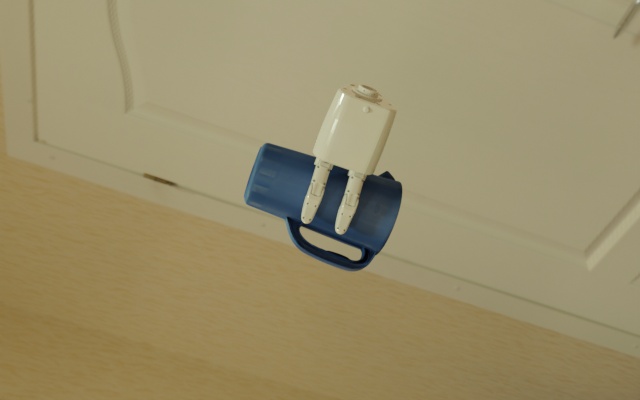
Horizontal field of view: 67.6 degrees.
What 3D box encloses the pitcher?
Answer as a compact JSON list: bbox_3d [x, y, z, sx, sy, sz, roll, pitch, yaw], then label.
[{"bbox_3d":[0.000,0.002,0.787,0.243,0.145,0.149,19,25,-6],"label":"pitcher"}]
